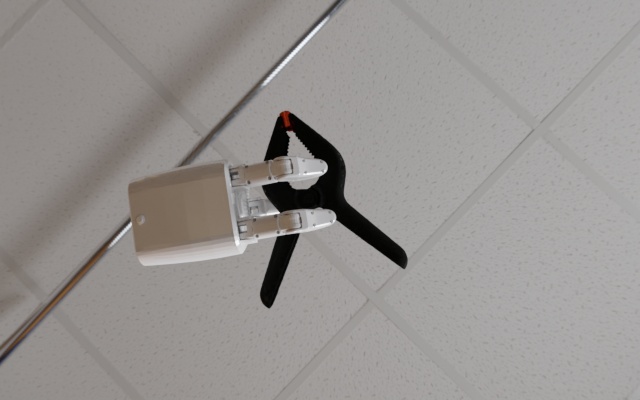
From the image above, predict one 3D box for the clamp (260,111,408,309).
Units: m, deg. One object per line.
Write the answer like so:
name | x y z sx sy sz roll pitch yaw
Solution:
clamp | 0.000 0.001 0.526 0.164 0.210 0.036 -10 -5 2
